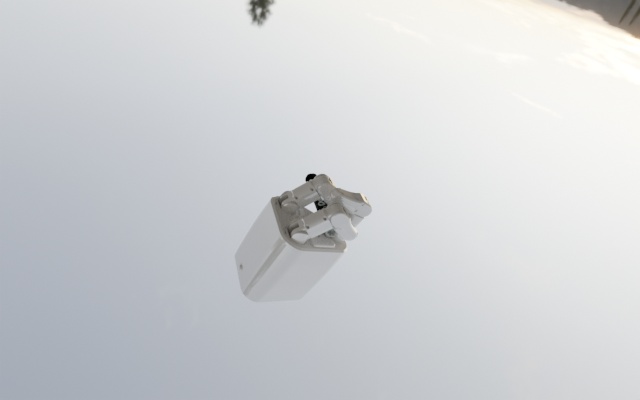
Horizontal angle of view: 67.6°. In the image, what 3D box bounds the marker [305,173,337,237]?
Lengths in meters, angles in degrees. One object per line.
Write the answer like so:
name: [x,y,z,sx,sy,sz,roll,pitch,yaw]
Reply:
marker: [0.000,0.002,0.638,0.020,0.020,0.121,0,38,-18]
